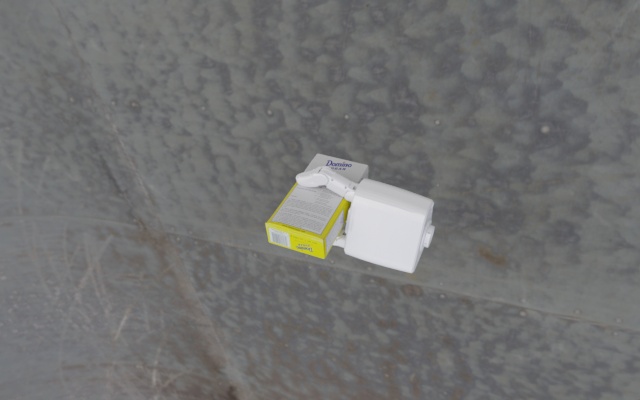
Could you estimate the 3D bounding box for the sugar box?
[{"bbox_3d":[0.000,0.003,0.721,0.093,0.048,0.176,15,43,20],"label":"sugar box"}]
